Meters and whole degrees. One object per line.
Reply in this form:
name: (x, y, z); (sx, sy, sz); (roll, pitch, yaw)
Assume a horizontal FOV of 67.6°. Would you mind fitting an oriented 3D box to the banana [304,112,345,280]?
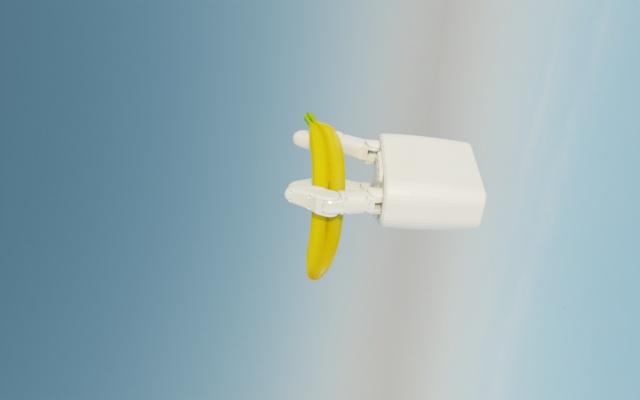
banana: (0.004, 0.001, 0.535); (0.037, 0.198, 0.069); (-1, 8, -13)
